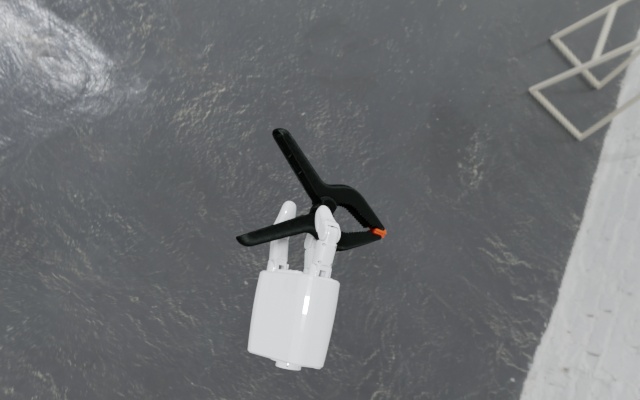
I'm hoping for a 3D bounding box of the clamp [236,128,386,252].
[{"bbox_3d":[0.001,0.002,0.654,0.210,0.164,0.036,16,-13,-24],"label":"clamp"}]
